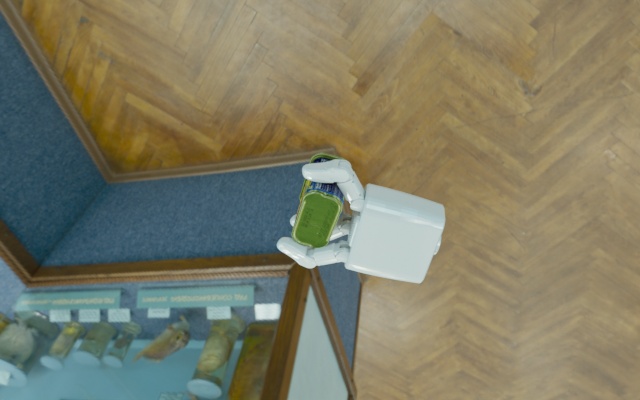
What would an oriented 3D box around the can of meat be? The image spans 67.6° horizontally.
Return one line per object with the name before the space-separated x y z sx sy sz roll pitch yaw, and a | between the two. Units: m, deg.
can of meat | 0.000 0.002 0.643 0.057 0.102 0.084 16 40 -4
